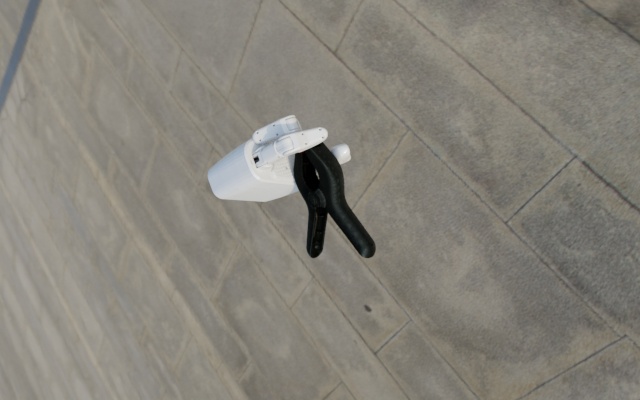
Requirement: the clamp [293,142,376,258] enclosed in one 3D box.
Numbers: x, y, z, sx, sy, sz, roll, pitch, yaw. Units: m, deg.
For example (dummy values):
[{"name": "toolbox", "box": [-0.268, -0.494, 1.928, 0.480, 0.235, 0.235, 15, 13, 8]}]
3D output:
[{"name": "clamp", "box": [0.000, 0.002, 0.621, 0.039, 0.171, 0.120, -19, -2, -45]}]
